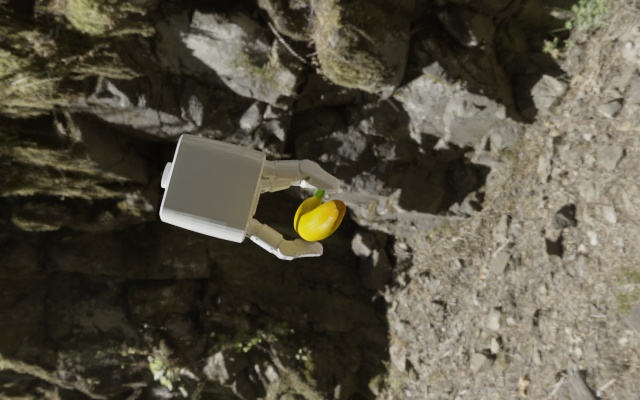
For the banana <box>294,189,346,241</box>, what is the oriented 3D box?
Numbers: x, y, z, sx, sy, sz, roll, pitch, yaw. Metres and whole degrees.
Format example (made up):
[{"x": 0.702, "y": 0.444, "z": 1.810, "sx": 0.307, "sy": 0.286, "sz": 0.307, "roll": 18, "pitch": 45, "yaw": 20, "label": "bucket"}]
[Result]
[{"x": -0.007, "y": 0.019, "z": 0.606, "sx": 0.037, "sy": 0.069, "sz": 0.198, "roll": 20, "pitch": 5, "yaw": -10, "label": "banana"}]
